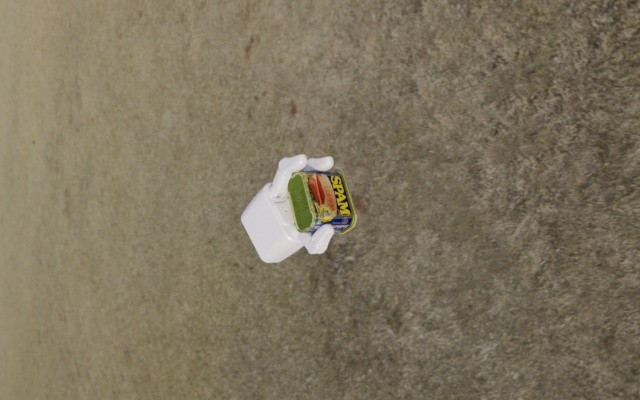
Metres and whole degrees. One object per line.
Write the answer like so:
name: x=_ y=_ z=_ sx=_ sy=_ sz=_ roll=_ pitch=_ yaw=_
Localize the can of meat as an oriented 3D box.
can of meat: x=0.000 y=0.003 z=0.762 sx=0.084 sy=0.102 sz=0.057 roll=0 pitch=-25 yaw=-36
